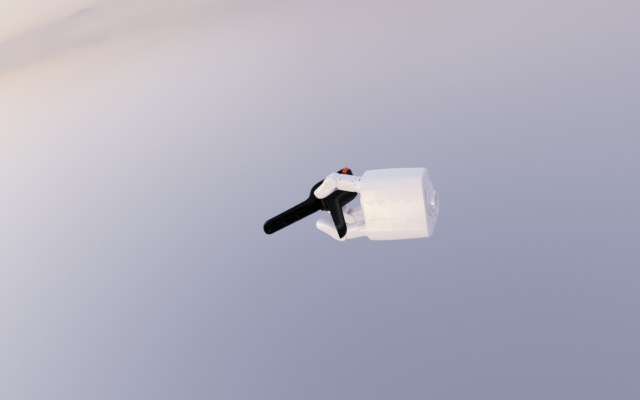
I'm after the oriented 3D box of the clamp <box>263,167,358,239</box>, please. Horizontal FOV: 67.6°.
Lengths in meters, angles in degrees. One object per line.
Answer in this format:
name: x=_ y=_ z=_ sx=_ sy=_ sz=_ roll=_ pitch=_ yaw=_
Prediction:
clamp: x=0.000 y=0.002 z=0.872 sx=0.164 sy=0.036 sz=0.210 roll=-2 pitch=31 yaw=26
